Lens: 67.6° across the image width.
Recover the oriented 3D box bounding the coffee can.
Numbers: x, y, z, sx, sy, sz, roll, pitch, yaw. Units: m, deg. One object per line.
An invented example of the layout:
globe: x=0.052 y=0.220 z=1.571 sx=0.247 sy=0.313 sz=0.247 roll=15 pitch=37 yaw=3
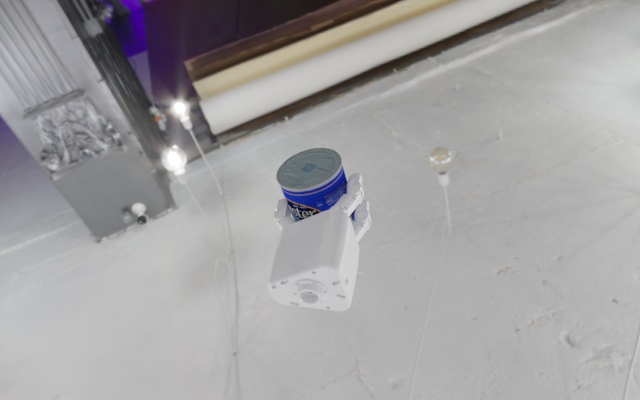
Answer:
coffee can: x=0.000 y=0.002 z=0.760 sx=0.103 sy=0.140 sz=0.102 roll=-12 pitch=37 yaw=9
